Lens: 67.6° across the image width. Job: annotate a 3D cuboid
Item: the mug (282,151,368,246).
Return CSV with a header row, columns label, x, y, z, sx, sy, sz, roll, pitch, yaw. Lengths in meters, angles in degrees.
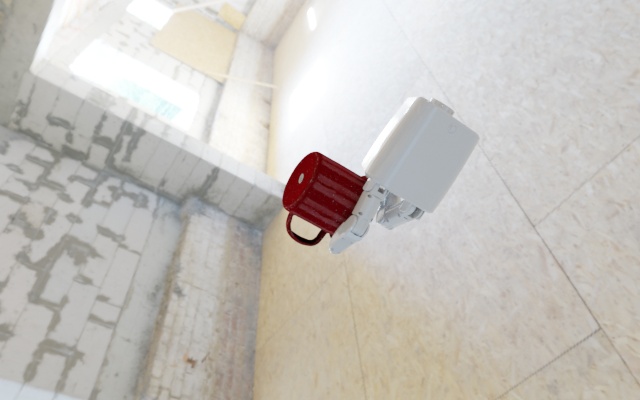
label,x,y,z,sx,sy,sz,roll,pitch,yaw
mug,-0.001,0.003,0.591,0.081,0.117,0.093,29,10,-22
